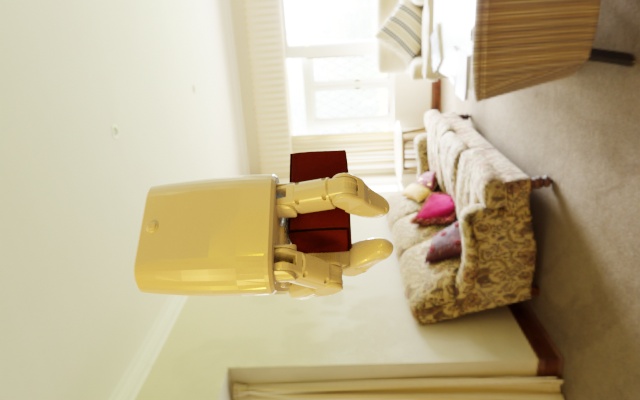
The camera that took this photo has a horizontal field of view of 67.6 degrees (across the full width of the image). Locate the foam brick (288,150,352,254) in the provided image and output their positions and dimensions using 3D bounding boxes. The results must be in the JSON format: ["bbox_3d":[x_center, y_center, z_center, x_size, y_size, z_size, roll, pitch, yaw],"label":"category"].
[{"bbox_3d":[0.000,0.001,0.422,0.051,0.078,0.053,-3,-28,5],"label":"foam brick"}]
